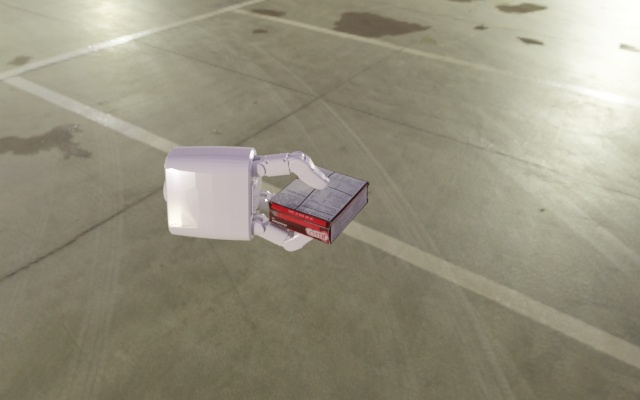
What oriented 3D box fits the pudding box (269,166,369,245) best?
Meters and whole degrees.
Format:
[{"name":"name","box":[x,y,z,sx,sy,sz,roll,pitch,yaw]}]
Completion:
[{"name":"pudding box","box":[0.000,0.002,0.617,0.090,0.039,0.113,19,39,23]}]
